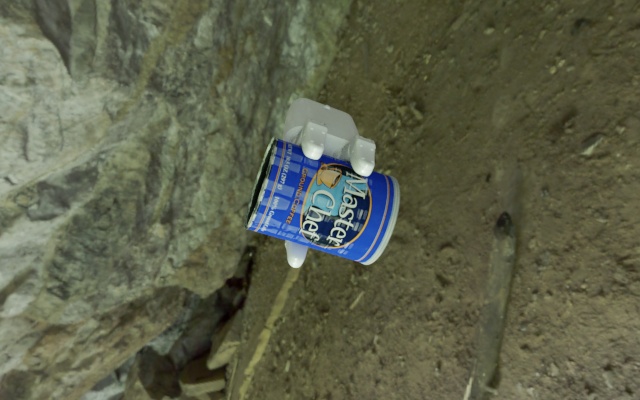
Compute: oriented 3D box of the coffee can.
[{"bbox_3d":[0.000,0.002,0.517,0.140,0.103,0.103,18,-4,-12],"label":"coffee can"}]
